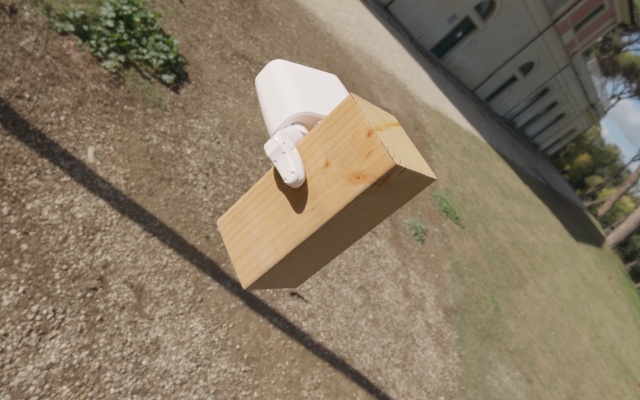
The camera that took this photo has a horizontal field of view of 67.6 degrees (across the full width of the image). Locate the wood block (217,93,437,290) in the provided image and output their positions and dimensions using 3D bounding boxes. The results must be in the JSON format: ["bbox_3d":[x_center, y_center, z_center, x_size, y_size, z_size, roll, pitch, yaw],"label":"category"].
[{"bbox_3d":[0.000,0.001,0.494,0.206,0.090,0.091,-41,-29,25],"label":"wood block"}]
